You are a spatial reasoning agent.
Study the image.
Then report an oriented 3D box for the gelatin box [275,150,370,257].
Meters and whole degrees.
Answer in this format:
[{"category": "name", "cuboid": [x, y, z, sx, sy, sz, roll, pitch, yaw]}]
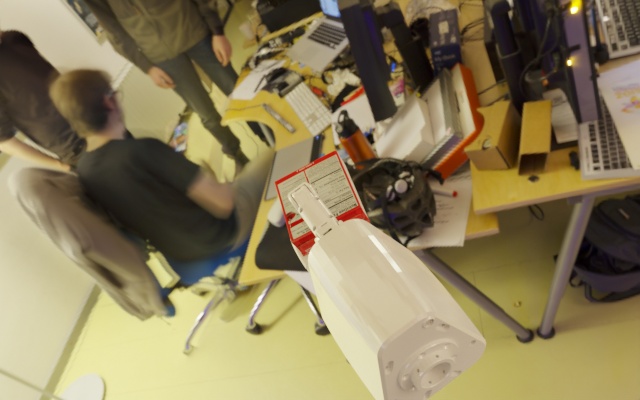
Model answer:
[{"category": "gelatin box", "cuboid": [0.000, 0.001, 0.470, 0.073, 0.089, 0.030, -28, -43, 8]}]
